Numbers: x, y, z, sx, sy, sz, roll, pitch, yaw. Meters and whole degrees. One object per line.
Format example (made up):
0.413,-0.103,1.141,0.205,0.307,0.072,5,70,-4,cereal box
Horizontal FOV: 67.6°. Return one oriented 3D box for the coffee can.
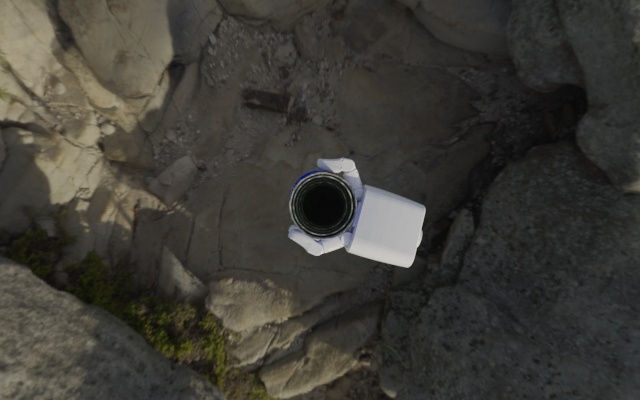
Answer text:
0.000,0.002,0.783,0.103,0.103,0.140,0,5,-3,coffee can
